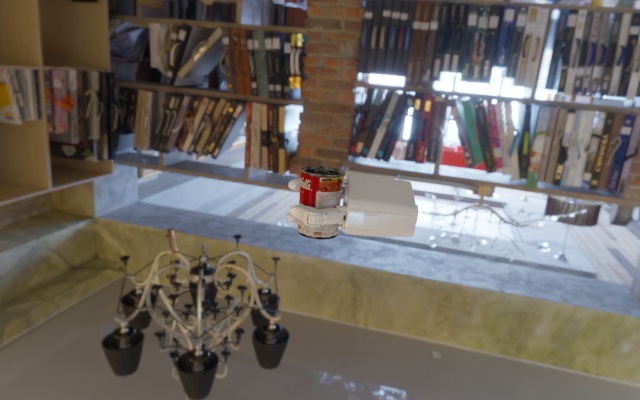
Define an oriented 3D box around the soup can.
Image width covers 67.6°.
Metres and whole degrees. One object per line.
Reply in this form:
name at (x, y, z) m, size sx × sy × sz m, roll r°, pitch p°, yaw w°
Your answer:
soup can at (0.000, 0.003, 0.748) m, size 0.068 × 0.102 × 0.068 m, roll 5°, pitch 15°, yaw -1°
